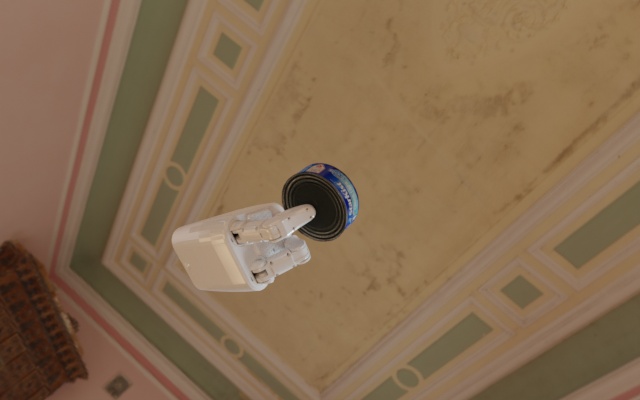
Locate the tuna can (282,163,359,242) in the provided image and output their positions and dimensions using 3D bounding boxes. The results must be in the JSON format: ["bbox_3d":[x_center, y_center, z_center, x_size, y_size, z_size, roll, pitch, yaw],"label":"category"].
[{"bbox_3d":[0.000,0.002,0.542,0.086,0.086,0.033,0,25,35],"label":"tuna can"}]
